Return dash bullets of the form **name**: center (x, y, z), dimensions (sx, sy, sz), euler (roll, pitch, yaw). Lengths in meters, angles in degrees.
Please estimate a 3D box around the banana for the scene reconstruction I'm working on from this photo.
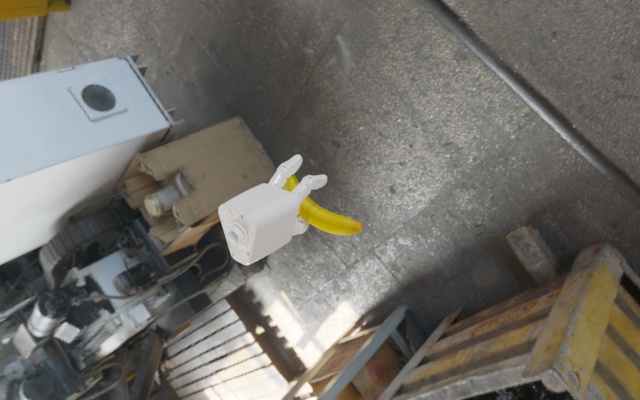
- **banana**: center (-0.009, 0.015, 0.904), dimensions (0.197, 0.070, 0.037), euler (41, 39, 21)
